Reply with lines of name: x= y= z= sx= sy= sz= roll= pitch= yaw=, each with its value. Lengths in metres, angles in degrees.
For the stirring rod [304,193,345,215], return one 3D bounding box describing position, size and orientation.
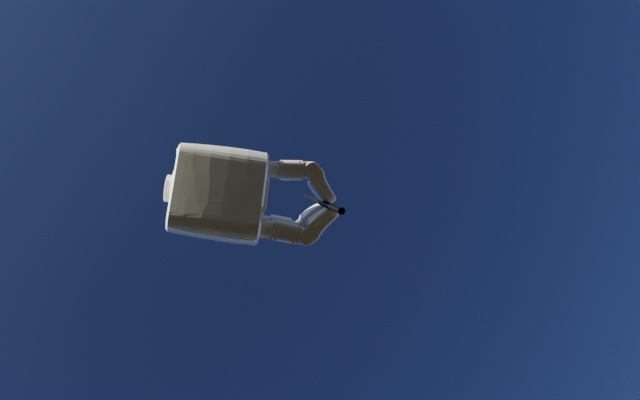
stirring rod: x=0.000 y=0.002 z=0.623 sx=0.011 sy=0.011 sz=0.239 roll=0 pitch=4 yaw=-11
